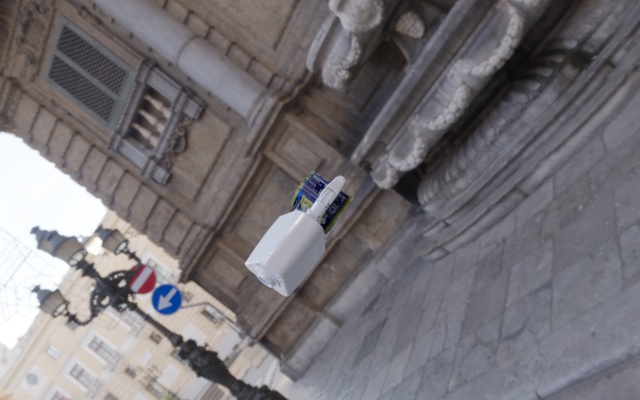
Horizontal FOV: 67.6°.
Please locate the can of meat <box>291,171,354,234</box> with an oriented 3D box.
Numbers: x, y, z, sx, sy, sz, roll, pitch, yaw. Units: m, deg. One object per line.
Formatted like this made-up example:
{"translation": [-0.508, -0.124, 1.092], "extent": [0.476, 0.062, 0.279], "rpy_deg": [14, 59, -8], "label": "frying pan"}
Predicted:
{"translation": [0.000, 0.002, 0.819], "extent": [0.084, 0.057, 0.102], "rpy_deg": [37, -21, 2], "label": "can of meat"}
